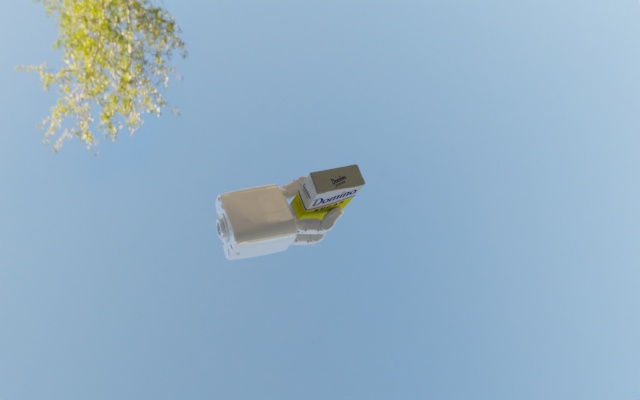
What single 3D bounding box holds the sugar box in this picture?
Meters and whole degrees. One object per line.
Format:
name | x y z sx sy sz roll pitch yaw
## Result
sugar box | 0.000 0.003 0.842 0.093 0.048 0.176 -12 -19 -26
